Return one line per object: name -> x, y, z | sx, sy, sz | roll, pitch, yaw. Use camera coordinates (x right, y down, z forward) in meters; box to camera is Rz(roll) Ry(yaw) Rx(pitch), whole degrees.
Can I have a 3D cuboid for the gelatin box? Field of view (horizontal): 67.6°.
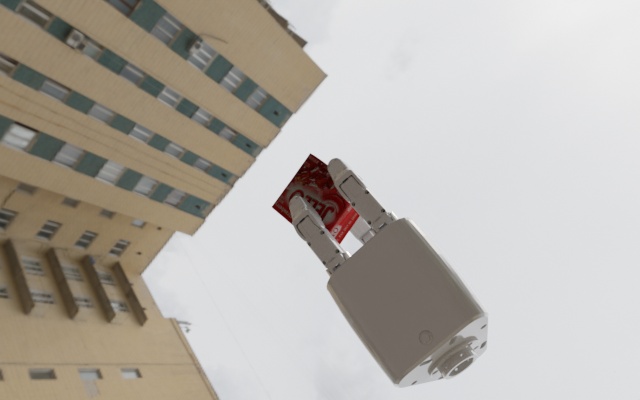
gelatin box -> 0.000, 0.002, 0.496 | 0.089, 0.073, 0.030 | 37, 3, 42
